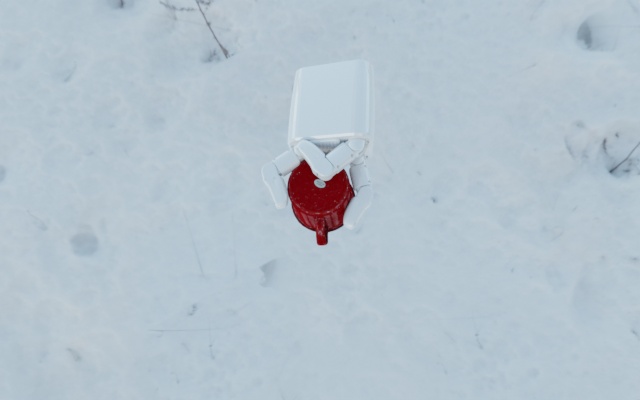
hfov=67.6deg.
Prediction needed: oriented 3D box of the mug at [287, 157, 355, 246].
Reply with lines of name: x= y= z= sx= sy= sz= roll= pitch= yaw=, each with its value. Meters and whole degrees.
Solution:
mug: x=0.000 y=0.003 z=0.642 sx=0.093 sy=0.117 sz=0.081 roll=0 pitch=-15 yaw=6
